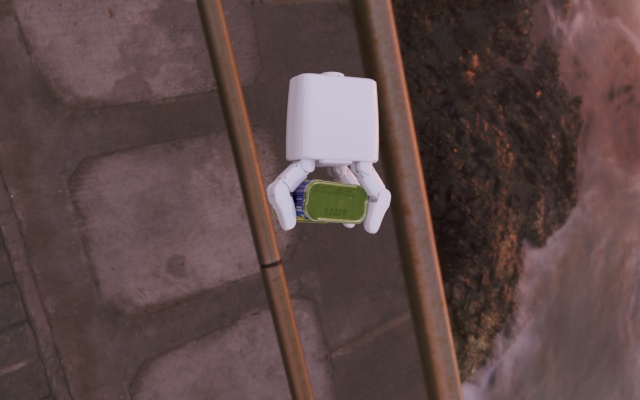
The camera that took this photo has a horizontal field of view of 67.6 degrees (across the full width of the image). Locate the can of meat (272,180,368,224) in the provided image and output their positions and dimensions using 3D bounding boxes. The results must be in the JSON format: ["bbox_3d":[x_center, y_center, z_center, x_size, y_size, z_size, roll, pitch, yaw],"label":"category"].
[{"bbox_3d":[0.000,0.002,0.630,0.102,0.057,0.084,5,-3,-33],"label":"can of meat"}]
